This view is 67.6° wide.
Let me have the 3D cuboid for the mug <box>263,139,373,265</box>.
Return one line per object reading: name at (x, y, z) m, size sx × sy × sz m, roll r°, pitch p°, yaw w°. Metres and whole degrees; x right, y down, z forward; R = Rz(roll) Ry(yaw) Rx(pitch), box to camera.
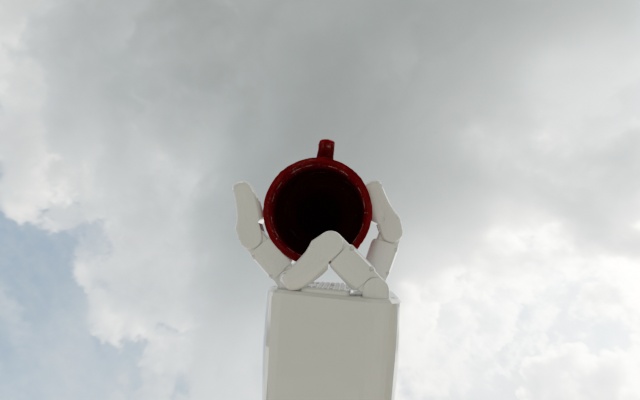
mug at (0.000, 0.000, 0.445) m, size 0.093 × 0.117 × 0.081 m, roll 3°, pitch -6°, yaw 3°
